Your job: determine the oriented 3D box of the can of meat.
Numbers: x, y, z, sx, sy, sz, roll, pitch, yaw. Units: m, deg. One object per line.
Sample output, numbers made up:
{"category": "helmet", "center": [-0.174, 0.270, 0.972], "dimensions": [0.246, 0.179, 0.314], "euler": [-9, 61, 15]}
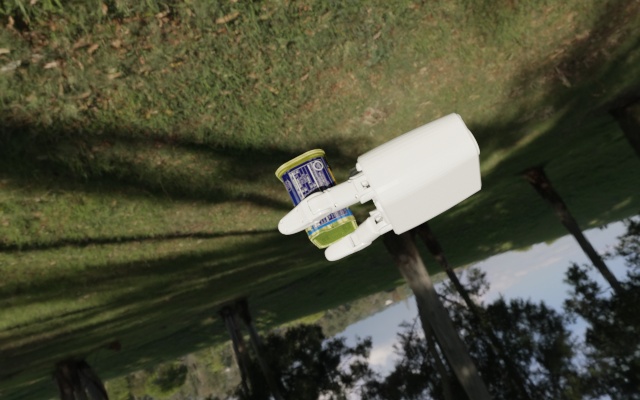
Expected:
{"category": "can of meat", "center": [0.000, 0.002, 0.531], "dimensions": [0.057, 0.084, 0.102], "euler": [-27, -14, 2]}
